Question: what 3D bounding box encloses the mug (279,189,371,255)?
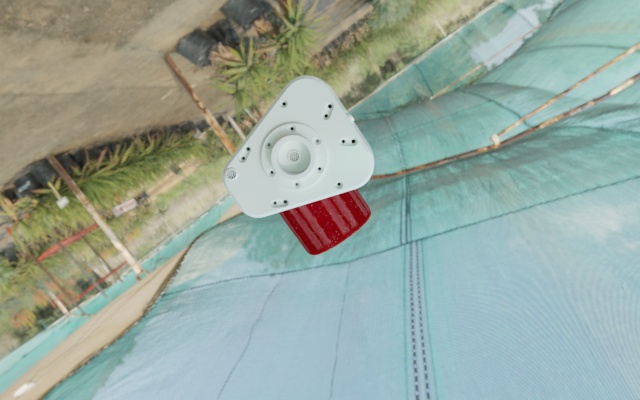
[{"bbox_3d":[0.000,0.002,0.518,0.093,0.081,0.117,-34,6,7],"label":"mug"}]
